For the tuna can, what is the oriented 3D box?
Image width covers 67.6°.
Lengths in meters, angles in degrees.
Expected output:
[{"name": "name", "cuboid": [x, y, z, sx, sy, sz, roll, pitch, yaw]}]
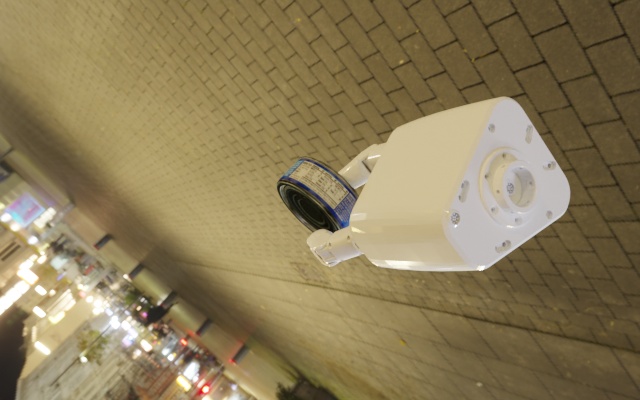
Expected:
[{"name": "tuna can", "cuboid": [0.000, 0.002, 0.445, 0.033, 0.086, 0.086, -47, 19, -18]}]
